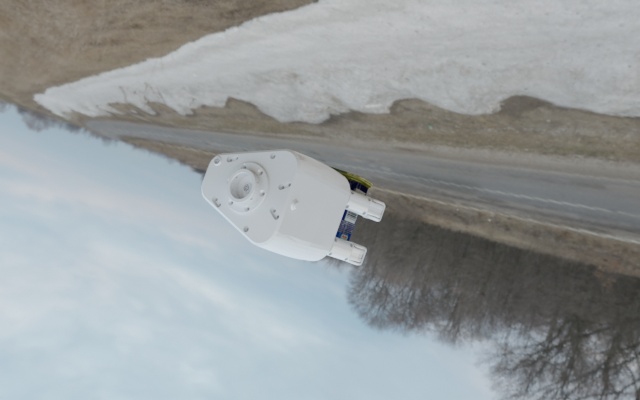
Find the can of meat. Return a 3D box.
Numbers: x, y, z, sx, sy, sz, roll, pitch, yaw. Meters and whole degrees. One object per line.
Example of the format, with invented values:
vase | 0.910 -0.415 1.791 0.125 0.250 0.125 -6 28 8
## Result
can of meat | 0.000 0.002 0.579 0.102 0.084 0.057 19 -2 27
